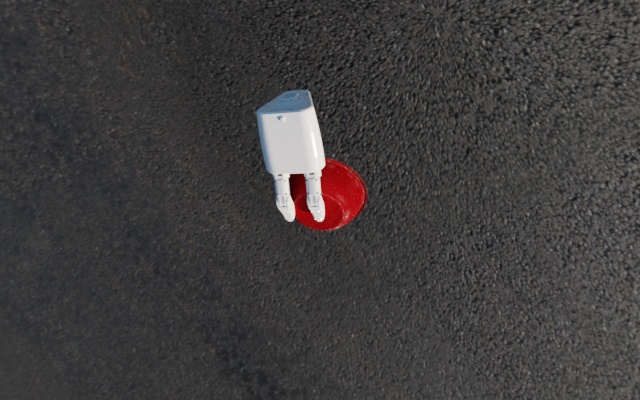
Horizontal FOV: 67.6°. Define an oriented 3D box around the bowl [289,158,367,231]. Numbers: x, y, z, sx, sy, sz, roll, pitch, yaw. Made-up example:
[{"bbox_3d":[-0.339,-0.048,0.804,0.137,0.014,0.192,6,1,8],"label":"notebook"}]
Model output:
[{"bbox_3d":[0.001,0.004,0.853,0.162,0.162,0.055,0,42,13],"label":"bowl"}]
